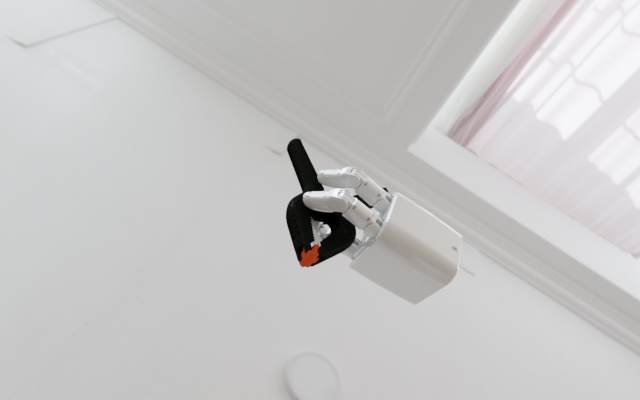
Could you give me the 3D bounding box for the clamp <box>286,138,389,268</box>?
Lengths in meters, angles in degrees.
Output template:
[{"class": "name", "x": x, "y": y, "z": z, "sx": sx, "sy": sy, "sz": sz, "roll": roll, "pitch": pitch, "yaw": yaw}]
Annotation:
[{"class": "clamp", "x": 0.000, "y": 0.003, "z": 0.626, "sx": 0.164, "sy": 0.036, "sz": 0.210, "roll": 32, "pitch": 38, "yaw": -1}]
